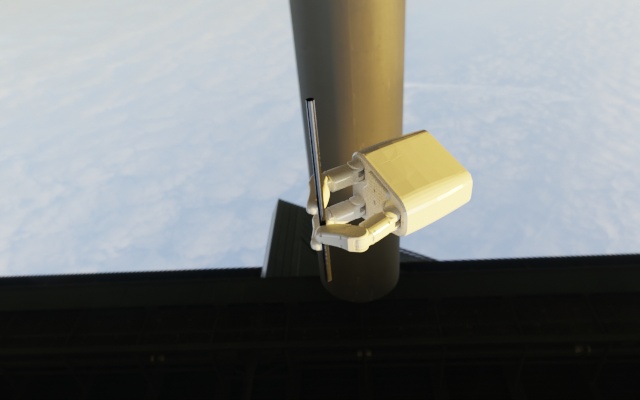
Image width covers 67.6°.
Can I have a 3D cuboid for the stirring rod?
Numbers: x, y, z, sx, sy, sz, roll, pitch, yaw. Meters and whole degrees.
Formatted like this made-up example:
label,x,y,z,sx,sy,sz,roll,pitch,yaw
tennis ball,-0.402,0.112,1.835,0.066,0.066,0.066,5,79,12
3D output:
label,x,y,z,sx,sy,sz,roll,pitch,yaw
stirring rod,0.000,0.002,0.517,0.011,0.240,0.011,-4,37,3
